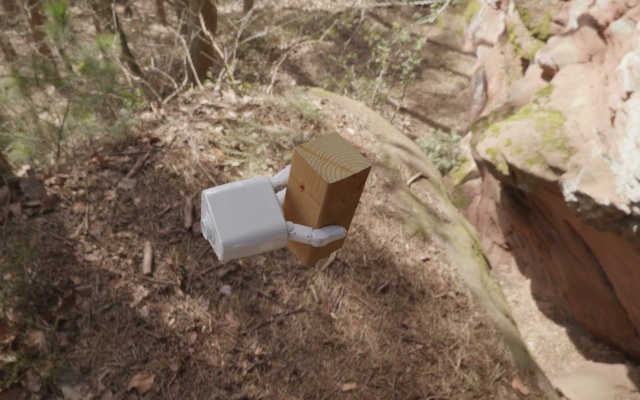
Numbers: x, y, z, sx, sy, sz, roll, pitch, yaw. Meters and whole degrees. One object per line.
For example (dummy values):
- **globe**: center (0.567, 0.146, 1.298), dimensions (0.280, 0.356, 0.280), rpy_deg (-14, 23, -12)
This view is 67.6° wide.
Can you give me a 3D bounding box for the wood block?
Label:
- **wood block**: center (0.000, 0.003, 0.792), dimensions (0.090, 0.206, 0.090), rpy_deg (-25, 58, -32)
